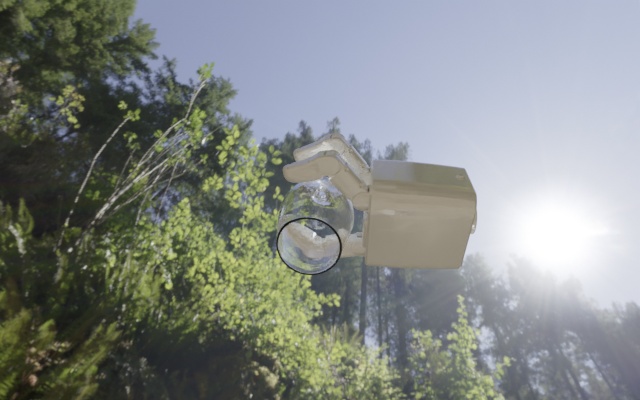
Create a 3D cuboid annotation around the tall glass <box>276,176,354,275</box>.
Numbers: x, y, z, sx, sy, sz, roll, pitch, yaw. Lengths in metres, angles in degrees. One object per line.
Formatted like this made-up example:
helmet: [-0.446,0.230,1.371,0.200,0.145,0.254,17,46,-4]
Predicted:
tall glass: [0.000,0.001,0.529,0.079,0.079,0.201,0,25,7]
